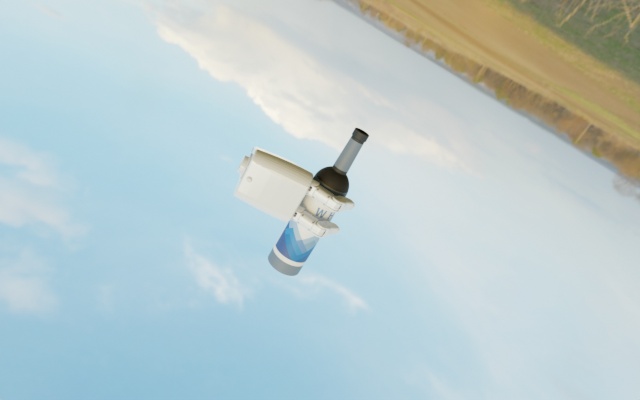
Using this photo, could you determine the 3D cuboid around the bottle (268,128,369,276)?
[{"bbox_3d":[0.000,0.003,0.853,0.069,0.296,0.069,26,21,-11],"label":"bottle"}]
